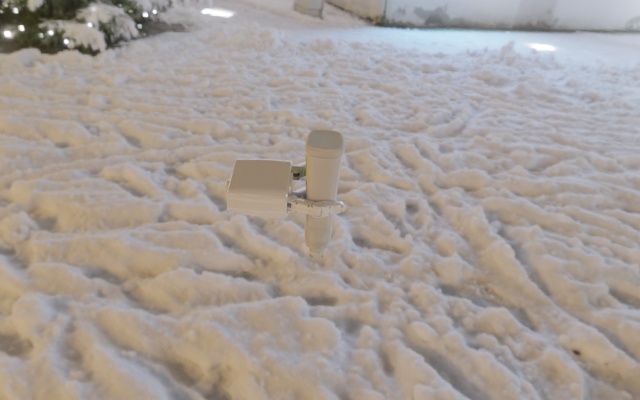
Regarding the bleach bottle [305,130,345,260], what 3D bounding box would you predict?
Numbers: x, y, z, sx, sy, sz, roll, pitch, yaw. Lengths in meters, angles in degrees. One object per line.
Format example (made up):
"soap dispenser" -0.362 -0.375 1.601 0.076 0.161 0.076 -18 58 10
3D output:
"bleach bottle" 0.000 0.003 0.883 0.068 0.251 0.102 5 28 0
